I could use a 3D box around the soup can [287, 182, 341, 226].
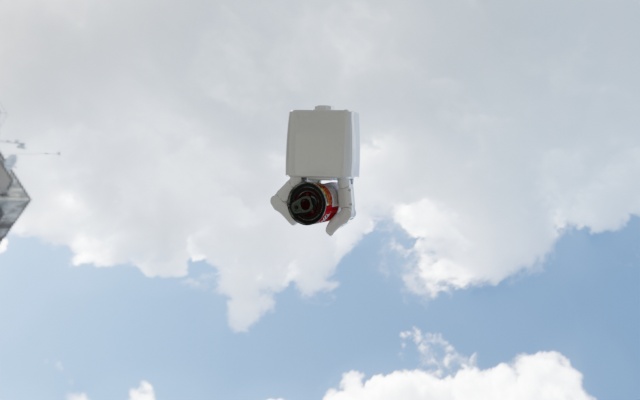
[{"bbox_3d":[0.000,0.003,0.777,0.068,0.068,0.102,0,3,26],"label":"soup can"}]
